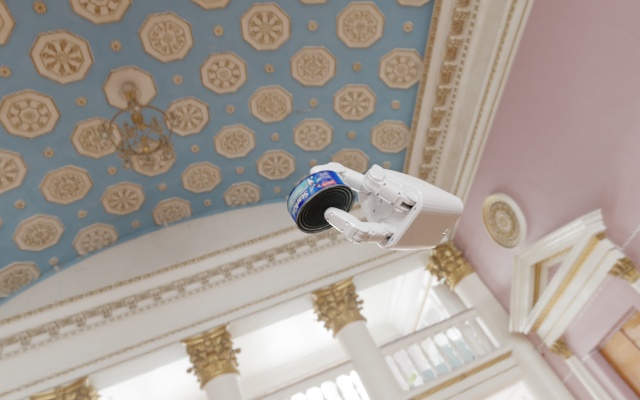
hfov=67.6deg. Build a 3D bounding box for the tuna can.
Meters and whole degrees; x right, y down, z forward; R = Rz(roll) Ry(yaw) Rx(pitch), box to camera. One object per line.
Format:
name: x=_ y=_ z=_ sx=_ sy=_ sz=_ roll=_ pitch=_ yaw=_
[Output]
tuna can: x=0.000 y=0.002 z=0.622 sx=0.086 sy=0.086 sz=0.033 roll=0 pitch=42 yaw=-40
